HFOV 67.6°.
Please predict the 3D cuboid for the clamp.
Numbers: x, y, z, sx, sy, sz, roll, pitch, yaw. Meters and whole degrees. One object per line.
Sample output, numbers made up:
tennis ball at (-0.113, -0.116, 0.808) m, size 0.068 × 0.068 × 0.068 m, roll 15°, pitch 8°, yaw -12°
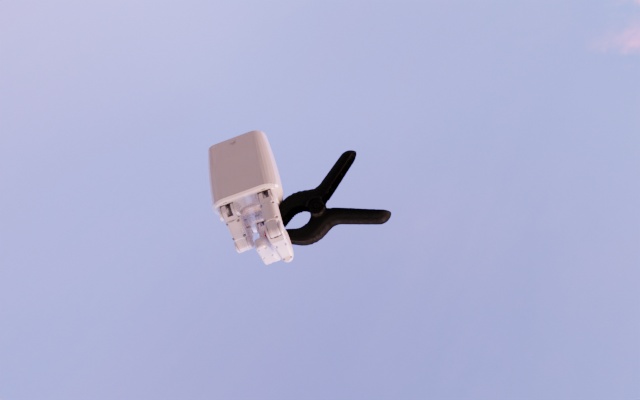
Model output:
clamp at (0.000, 0.003, 0.662) m, size 0.171 × 0.120 × 0.039 m, roll -19°, pitch -32°, yaw 4°
